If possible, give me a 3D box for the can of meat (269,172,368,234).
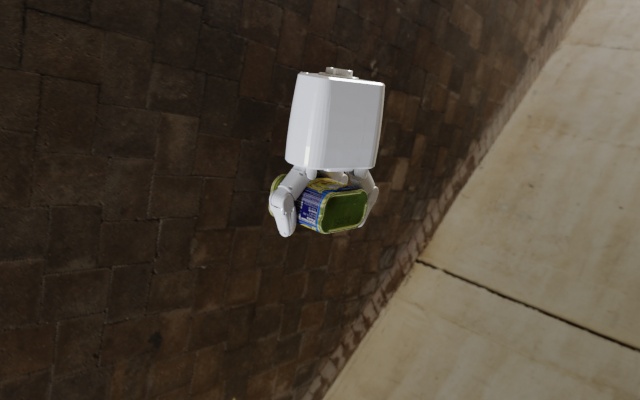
[{"bbox_3d":[0.000,0.002,0.611,0.084,0.057,0.102,20,17,35],"label":"can of meat"}]
